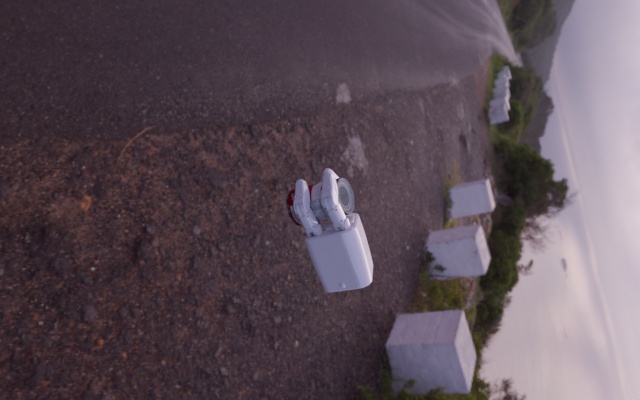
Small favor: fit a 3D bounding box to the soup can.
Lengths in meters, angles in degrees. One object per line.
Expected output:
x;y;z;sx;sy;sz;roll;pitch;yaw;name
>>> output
0.000;0.002;0.843;0.102;0.068;0.068;-13;-7;28;soup can
